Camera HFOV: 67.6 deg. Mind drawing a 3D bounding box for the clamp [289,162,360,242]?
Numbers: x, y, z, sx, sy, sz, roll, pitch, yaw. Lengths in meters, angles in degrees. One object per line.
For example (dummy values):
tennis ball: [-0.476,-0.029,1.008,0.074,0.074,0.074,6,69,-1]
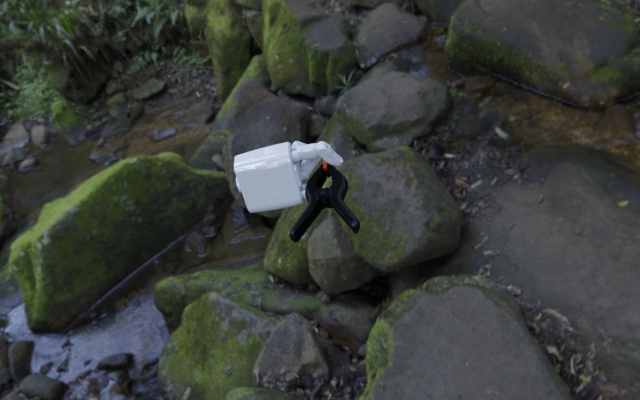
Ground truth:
clamp: [0.000,0.002,0.837,0.120,0.171,0.039,-12,-46,4]
